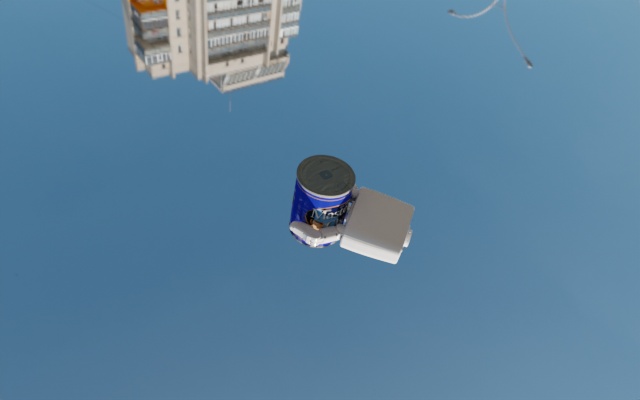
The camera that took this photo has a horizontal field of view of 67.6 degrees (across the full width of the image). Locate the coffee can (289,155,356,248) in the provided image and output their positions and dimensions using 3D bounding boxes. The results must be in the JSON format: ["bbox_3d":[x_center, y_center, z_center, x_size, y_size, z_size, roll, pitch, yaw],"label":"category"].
[{"bbox_3d":[0.000,0.003,0.866,0.103,0.102,0.140,0,-43,-11],"label":"coffee can"}]
